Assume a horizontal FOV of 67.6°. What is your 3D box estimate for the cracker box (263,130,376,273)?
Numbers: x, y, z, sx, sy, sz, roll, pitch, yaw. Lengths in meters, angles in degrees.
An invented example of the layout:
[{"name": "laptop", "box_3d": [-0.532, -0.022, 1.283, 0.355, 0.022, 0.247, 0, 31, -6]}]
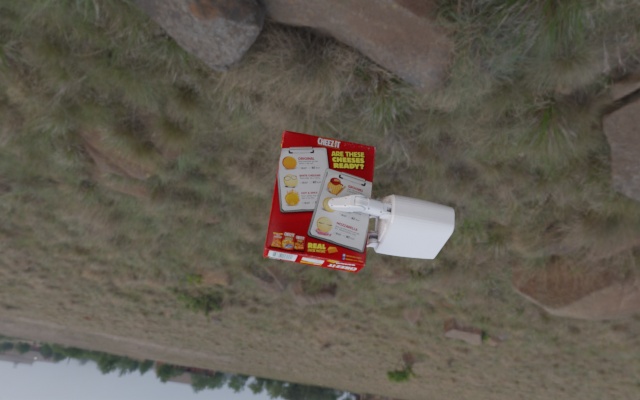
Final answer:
[{"name": "cracker box", "box_3d": [0.000, 0.003, 0.809, 0.164, 0.213, 0.072, 10, -22, -7]}]
